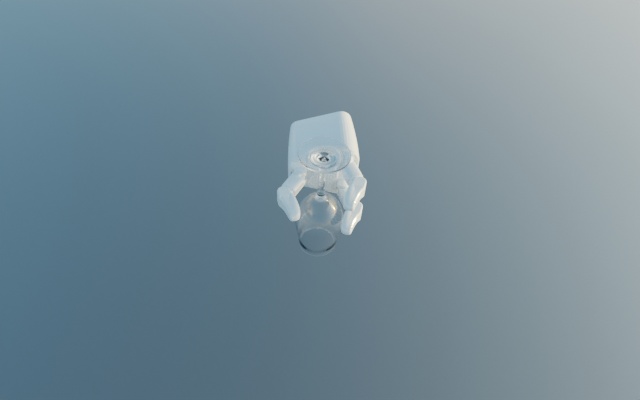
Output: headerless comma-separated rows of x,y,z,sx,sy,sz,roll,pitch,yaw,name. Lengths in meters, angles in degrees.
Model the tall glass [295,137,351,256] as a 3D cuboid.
0.000,0.002,0.731,0.079,0.079,0.201,0,-42,-4,tall glass
